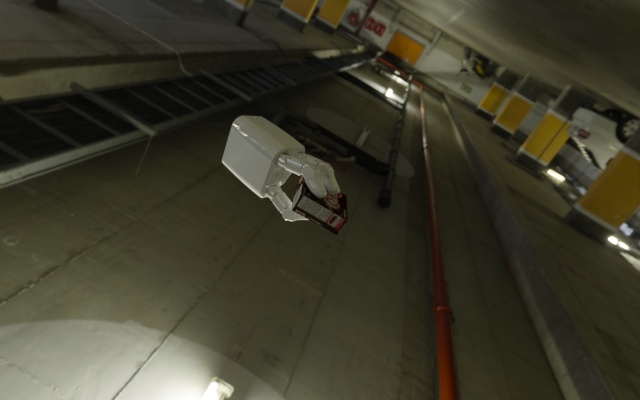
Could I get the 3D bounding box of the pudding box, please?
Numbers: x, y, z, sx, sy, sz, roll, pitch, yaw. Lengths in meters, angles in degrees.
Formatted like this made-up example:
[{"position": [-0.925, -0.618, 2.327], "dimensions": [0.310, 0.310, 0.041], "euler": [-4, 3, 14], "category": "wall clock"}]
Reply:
[{"position": [0.000, 0.003, 0.814], "dimensions": [0.090, 0.039, 0.113], "euler": [29, 22, -10], "category": "pudding box"}]
